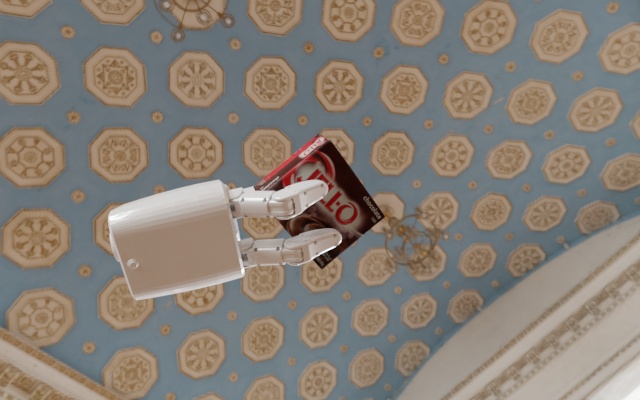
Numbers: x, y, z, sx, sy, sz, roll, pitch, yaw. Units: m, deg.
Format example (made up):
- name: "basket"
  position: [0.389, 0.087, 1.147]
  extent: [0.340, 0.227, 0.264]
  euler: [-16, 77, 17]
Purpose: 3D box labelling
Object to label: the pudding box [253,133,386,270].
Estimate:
- name: "pudding box"
  position: [0.000, 0.002, 0.495]
  extent: [0.090, 0.113, 0.039]
  euler: [-39, 29, -1]
